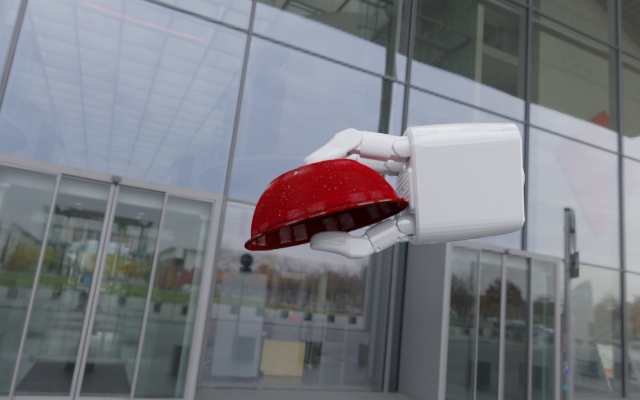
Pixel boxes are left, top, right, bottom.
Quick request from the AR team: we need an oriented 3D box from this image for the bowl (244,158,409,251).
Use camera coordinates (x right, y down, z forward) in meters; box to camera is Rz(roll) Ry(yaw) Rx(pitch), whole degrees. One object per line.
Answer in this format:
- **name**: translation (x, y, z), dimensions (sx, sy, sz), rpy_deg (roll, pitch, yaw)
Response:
- **bowl**: translation (-0.001, 0.001, 0.461), dimensions (0.162, 0.055, 0.162), rpy_deg (-15, -11, -3)
